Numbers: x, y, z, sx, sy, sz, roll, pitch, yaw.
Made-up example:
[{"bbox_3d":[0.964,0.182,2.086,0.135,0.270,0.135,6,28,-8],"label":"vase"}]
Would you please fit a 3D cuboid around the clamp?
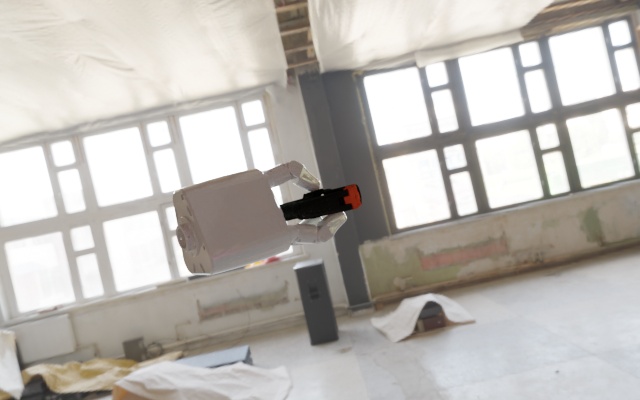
[{"bbox_3d":[0.000,0.001,0.664,0.164,0.036,0.210,-20,4,-35],"label":"clamp"}]
